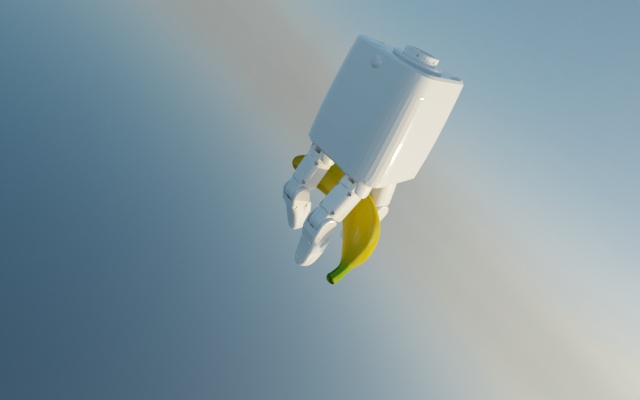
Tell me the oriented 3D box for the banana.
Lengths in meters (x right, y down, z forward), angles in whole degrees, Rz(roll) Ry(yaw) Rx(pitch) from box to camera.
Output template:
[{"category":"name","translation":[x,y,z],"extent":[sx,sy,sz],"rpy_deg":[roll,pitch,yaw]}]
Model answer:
[{"category":"banana","translation":[0.019,0.001,0.505],"extent":[0.069,0.037,0.197],"rpy_deg":[-8,39,-9]}]
